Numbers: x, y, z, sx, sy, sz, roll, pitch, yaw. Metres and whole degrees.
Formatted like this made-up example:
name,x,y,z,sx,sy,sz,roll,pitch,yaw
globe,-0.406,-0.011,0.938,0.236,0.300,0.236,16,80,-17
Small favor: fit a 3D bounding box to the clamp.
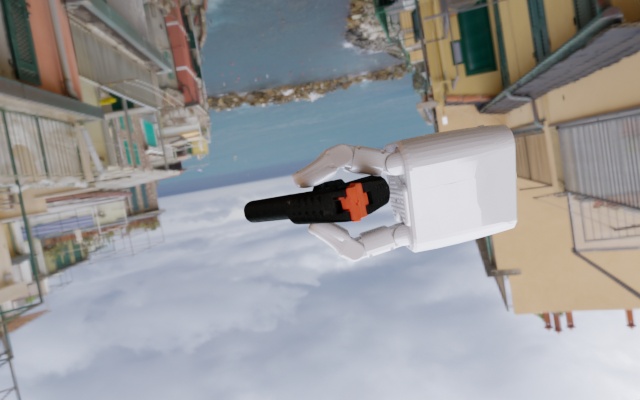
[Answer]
name,x,y,z,sx,sy,sz,roll,pitch,yaw
clamp,0.001,0.002,0.459,0.164,0.036,0.210,-13,4,-3
